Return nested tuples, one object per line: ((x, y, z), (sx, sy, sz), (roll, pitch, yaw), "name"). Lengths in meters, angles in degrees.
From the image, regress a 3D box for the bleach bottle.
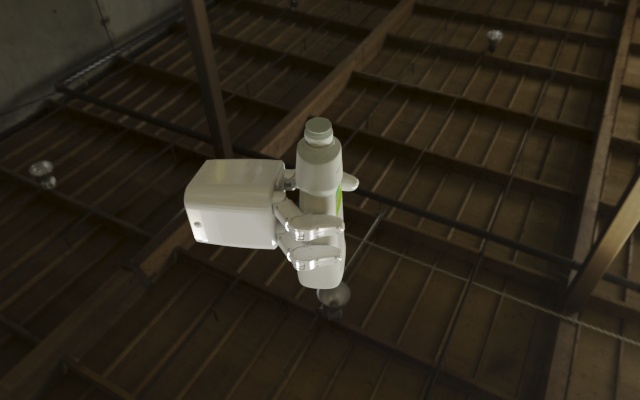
((0.000, 0.002, 0.604), (0.068, 0.251, 0.102), (2, 45, 3), "bleach bottle")
